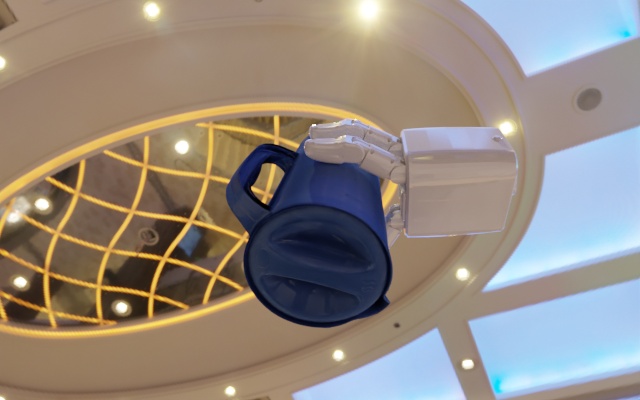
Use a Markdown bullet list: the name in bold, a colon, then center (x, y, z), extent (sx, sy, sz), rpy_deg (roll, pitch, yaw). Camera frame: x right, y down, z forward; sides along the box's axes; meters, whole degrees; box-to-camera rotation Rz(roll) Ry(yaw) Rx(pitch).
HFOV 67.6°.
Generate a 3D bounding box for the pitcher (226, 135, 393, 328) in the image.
- **pitcher**: center (0.000, 0.002, 0.517), extent (0.145, 0.149, 0.242), rpy_deg (-3, 28, 8)
